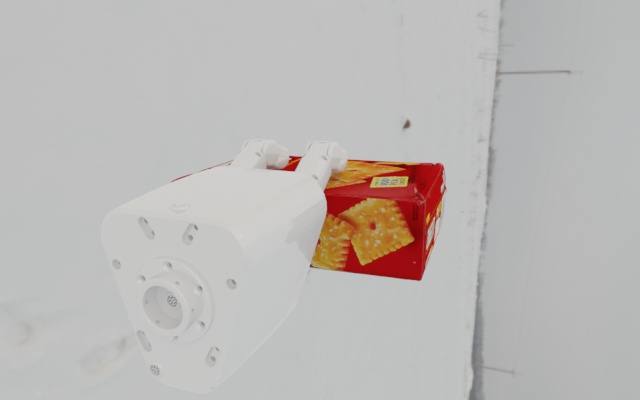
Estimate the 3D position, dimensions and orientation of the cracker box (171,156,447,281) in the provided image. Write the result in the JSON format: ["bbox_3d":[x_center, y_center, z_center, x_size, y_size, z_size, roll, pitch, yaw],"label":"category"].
[{"bbox_3d":[0.000,0.002,0.442,0.213,0.072,0.164,5,15,19],"label":"cracker box"}]
